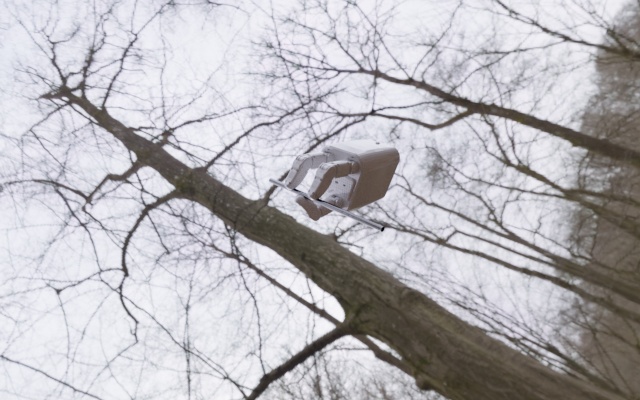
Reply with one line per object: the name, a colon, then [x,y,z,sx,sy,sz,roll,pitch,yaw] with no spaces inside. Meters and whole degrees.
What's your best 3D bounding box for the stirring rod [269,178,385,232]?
stirring rod: [0.000,0.002,0.718,0.239,0.011,0.011,24,16,41]
